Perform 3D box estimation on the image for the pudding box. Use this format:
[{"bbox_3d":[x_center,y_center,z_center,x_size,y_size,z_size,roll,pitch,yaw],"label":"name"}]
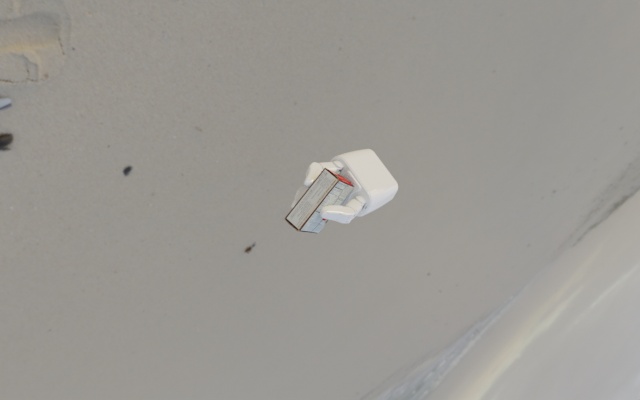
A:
[{"bbox_3d":[0.000,0.003,0.816,0.039,0.113,0.090,40,8,20],"label":"pudding box"}]
